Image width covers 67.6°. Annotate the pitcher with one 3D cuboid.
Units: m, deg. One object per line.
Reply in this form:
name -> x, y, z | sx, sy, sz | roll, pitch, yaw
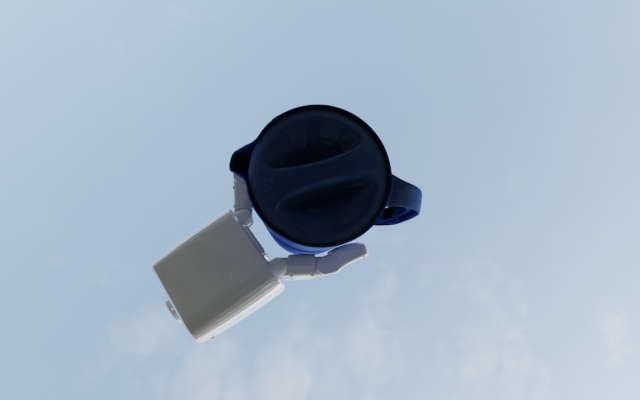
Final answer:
pitcher -> 0.000, 0.002, 0.539 | 0.145, 0.149, 0.243 | -35, -7, -10
